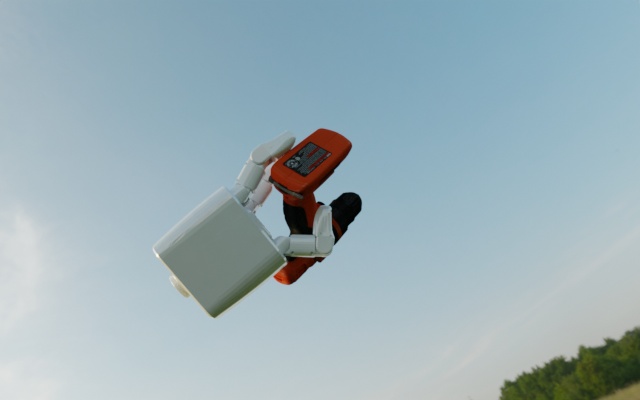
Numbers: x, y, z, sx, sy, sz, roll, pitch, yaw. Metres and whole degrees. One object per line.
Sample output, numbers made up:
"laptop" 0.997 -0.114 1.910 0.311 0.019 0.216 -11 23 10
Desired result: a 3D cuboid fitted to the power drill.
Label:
"power drill" 0.000 0.002 0.625 0.057 0.188 0.184 28 53 25
